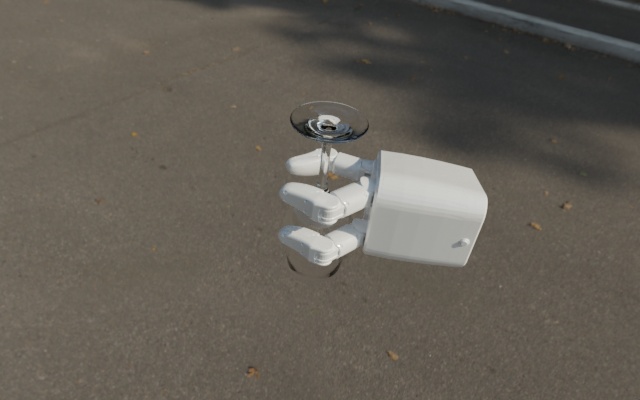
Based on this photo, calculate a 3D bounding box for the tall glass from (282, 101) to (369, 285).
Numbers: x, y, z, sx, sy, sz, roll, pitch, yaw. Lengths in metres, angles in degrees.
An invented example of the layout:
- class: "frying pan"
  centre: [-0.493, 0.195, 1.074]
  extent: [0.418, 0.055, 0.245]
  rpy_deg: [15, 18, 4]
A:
- class: "tall glass"
  centre: [0.000, 0.001, 0.509]
  extent: [0.079, 0.201, 0.079]
  rpy_deg: [4, 40, -3]
